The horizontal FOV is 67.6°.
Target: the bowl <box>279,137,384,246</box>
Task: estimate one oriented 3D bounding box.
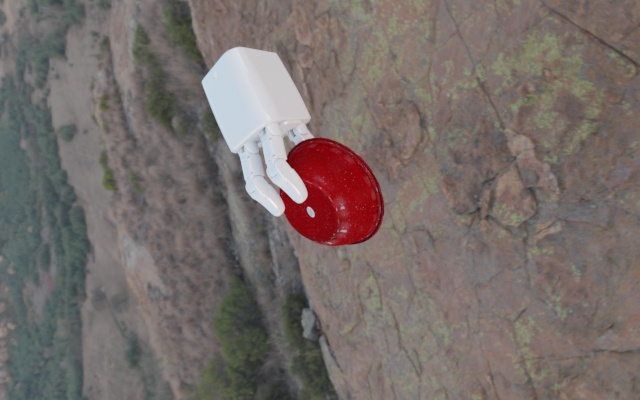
[{"bbox_3d":[0.001,0.003,0.627,0.162,0.162,0.055,0,28,39],"label":"bowl"}]
